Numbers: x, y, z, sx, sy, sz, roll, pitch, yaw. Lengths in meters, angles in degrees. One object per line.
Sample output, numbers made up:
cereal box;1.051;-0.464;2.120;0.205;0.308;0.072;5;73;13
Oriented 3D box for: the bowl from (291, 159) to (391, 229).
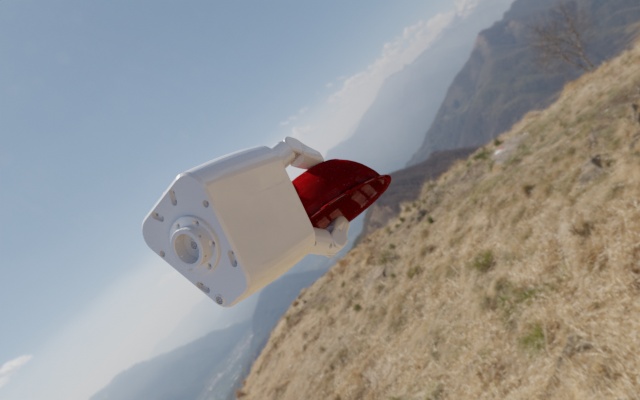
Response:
bowl;0.000;0.001;0.546;0.162;0.055;0.162;-33;-14;-9
